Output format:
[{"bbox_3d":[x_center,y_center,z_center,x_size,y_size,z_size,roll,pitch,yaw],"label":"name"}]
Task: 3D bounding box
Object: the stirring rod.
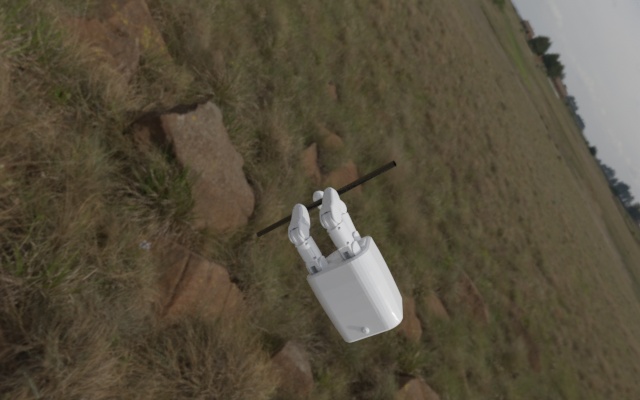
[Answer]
[{"bbox_3d":[0.000,0.002,0.660,0.239,0.011,0.011,-28,-14,29],"label":"stirring rod"}]
